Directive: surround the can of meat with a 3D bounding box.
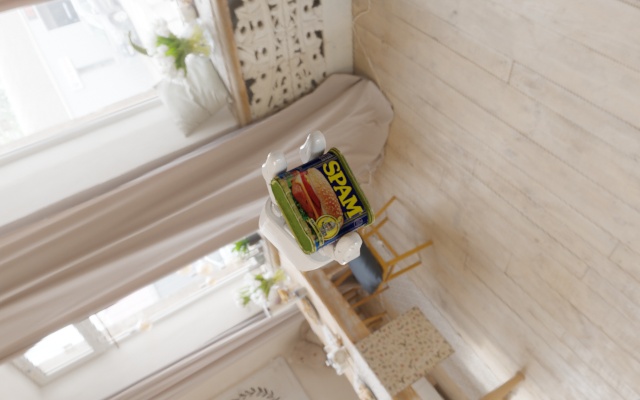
[{"bbox_3d":[0.000,0.002,0.556,0.084,0.102,0.057,-27,-4,-19],"label":"can of meat"}]
